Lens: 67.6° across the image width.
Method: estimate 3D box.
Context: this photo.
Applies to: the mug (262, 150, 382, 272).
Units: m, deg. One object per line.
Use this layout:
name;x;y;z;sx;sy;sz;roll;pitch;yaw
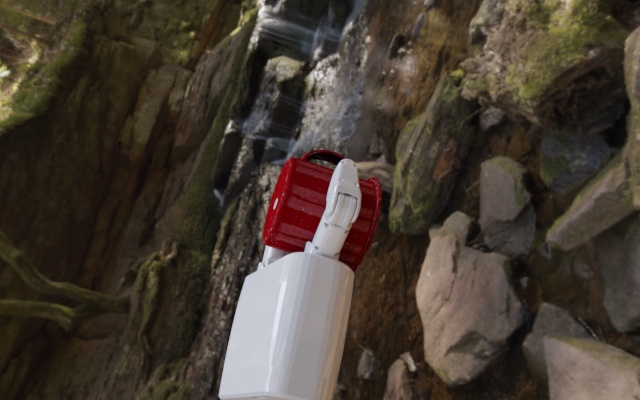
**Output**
mug;0.000;0.000;0.430;0.081;0.117;0.093;18;-32;-11
